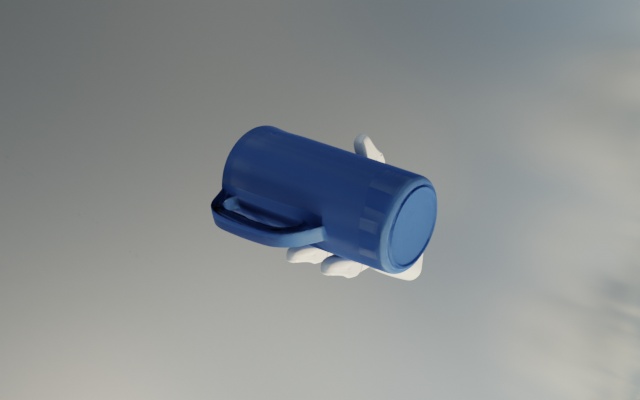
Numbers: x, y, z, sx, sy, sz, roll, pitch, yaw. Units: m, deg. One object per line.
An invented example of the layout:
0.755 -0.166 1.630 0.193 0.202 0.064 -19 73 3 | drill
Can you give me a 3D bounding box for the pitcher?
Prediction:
0.000 0.002 0.557 0.243 0.149 0.145 19 -7 38 | pitcher
